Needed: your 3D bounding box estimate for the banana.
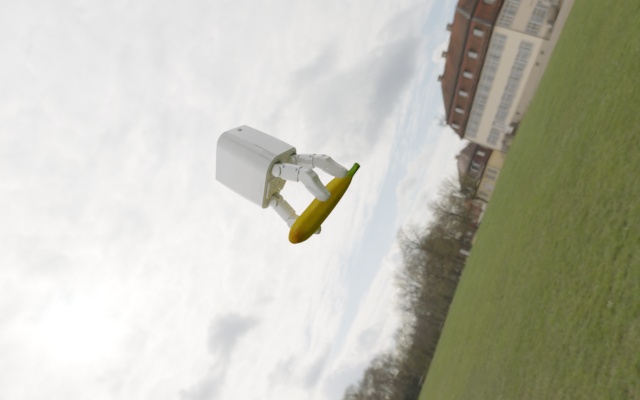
[{"bbox_3d":[-0.002,0.011,0.778,0.037,0.197,0.070,32,-36,10],"label":"banana"}]
